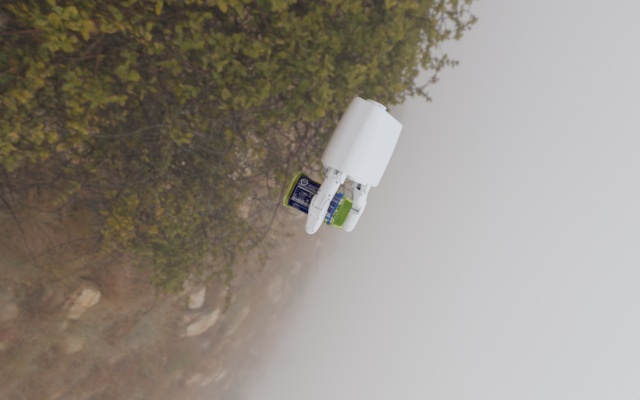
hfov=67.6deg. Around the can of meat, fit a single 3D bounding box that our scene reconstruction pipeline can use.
[{"bbox_3d":[0.000,0.003,0.745,0.084,0.057,0.102,26,0,13],"label":"can of meat"}]
